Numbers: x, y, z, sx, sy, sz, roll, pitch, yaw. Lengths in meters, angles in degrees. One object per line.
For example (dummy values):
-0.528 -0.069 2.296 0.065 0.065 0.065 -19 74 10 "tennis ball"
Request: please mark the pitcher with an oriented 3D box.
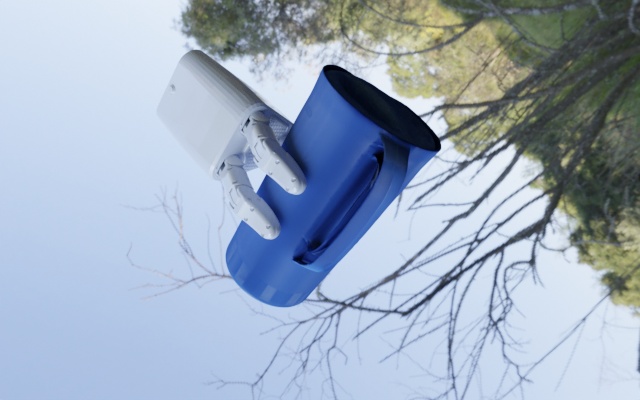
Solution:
0.000 0.001 0.484 0.145 0.243 0.149 44 27 19 "pitcher"
